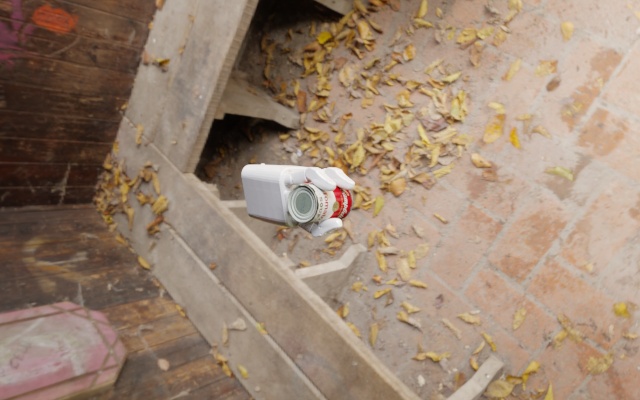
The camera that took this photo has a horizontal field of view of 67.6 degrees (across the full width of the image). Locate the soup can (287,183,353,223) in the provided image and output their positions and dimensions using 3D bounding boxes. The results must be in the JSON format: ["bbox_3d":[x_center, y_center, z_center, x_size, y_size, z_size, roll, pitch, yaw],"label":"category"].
[{"bbox_3d":[0.000,0.003,0.830,0.068,0.068,0.102,0,2,38],"label":"soup can"}]
